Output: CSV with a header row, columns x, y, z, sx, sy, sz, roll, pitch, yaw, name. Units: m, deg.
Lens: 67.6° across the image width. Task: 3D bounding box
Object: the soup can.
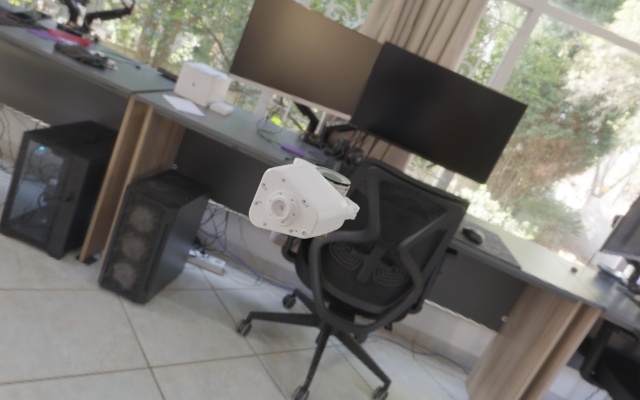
x,y,z,sx,sy,sz,roll,pitch,yaw,name
0.001,0.002,0.798,0.068,0.102,0.068,22,16,-7,soup can
